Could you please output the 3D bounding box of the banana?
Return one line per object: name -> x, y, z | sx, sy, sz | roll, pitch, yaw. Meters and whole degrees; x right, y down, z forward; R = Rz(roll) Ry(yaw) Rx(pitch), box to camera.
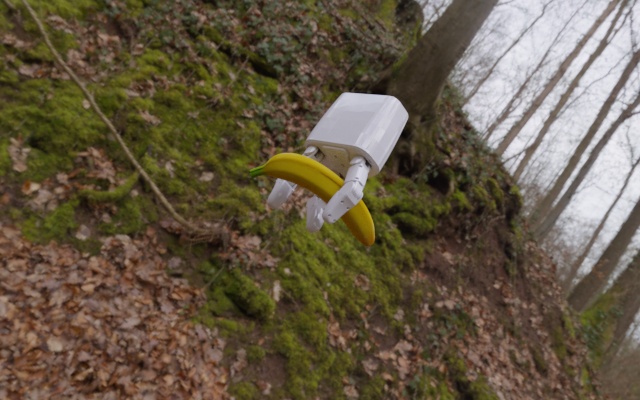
banana -> 0.006, -0.008, 0.633 | 0.198, 0.037, 0.070 | 33, -41, -11
